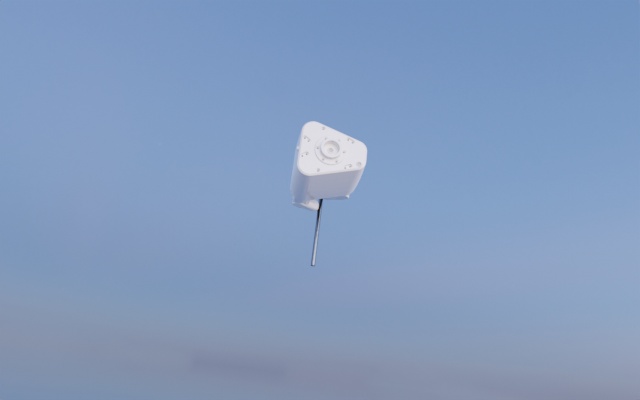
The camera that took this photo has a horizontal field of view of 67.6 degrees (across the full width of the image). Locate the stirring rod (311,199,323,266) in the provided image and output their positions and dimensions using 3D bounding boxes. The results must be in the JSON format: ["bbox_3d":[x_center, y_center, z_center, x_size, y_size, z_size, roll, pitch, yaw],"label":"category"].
[{"bbox_3d":[0.000,0.003,0.882,0.011,0.239,0.011,6,-20,2],"label":"stirring rod"}]
